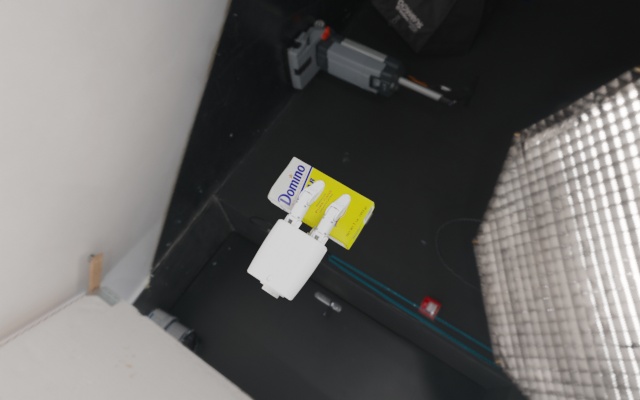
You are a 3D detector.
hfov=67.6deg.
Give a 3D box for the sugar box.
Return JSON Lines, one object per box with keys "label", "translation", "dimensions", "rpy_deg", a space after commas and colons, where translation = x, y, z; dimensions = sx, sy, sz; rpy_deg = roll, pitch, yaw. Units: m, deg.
{"label": "sugar box", "translation": [0.000, 0.003, 0.866], "dimensions": [0.176, 0.093, 0.048], "rpy_deg": [30, -11, 15]}
